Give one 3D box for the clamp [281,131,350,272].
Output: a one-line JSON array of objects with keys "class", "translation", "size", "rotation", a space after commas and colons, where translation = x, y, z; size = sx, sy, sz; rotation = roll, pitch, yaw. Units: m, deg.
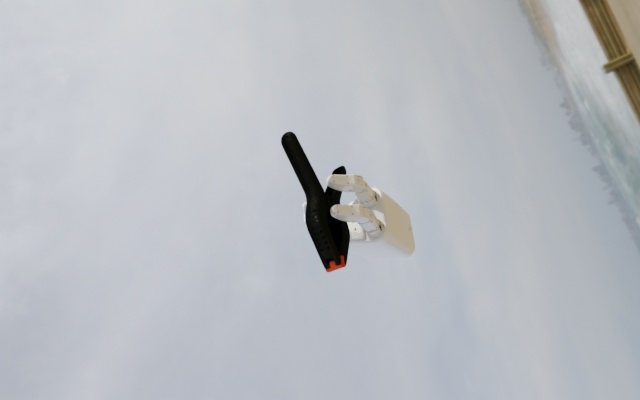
[{"class": "clamp", "translation": [0.000, 0.003, 0.724], "size": [0.036, 0.209, 0.165], "rotation": [-24, -36, 28]}]
